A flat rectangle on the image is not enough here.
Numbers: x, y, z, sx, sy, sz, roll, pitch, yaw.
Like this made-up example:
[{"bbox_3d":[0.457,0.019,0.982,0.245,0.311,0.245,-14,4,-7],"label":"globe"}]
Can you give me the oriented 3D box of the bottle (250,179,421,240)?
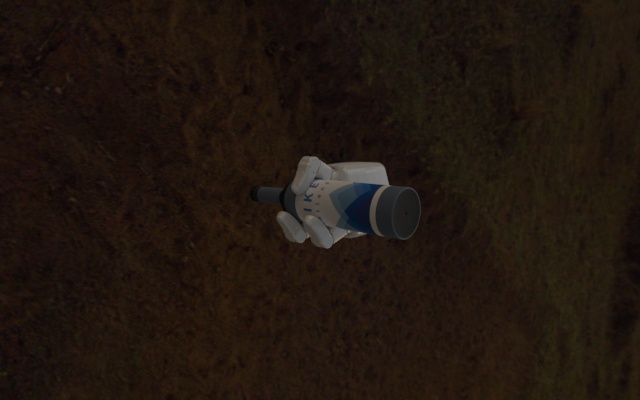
[{"bbox_3d":[0.000,0.002,0.695,0.295,0.069,0.069,7,5,42],"label":"bottle"}]
